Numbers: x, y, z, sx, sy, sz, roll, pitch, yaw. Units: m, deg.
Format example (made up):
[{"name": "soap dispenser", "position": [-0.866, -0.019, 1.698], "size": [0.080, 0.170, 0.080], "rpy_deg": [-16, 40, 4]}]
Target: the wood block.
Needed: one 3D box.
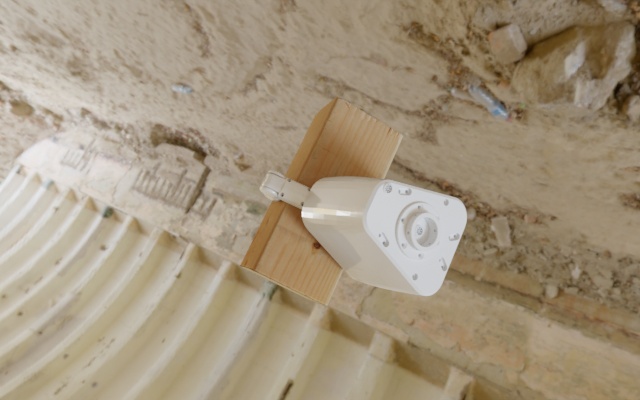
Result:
[{"name": "wood block", "position": [0.000, 0.002, 0.542], "size": [0.091, 0.206, 0.090], "rpy_deg": [29, -12, -13]}]
